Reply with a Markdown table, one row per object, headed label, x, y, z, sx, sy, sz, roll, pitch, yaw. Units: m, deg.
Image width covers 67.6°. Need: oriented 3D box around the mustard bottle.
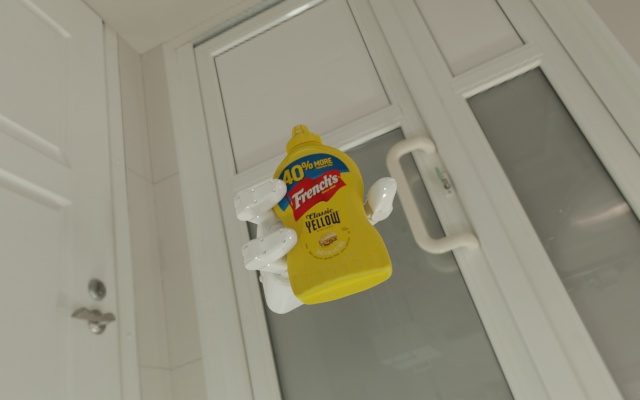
| label | x | y | z | sx | sy | sz | roll | pitch | yaw |
| --- | --- | --- | --- | --- | --- | --- | --- | --- | --- |
| mustard bottle | 0.000 | 0.002 | 0.489 | 0.096 | 0.191 | 0.058 | -20 | -28 | 7 |
